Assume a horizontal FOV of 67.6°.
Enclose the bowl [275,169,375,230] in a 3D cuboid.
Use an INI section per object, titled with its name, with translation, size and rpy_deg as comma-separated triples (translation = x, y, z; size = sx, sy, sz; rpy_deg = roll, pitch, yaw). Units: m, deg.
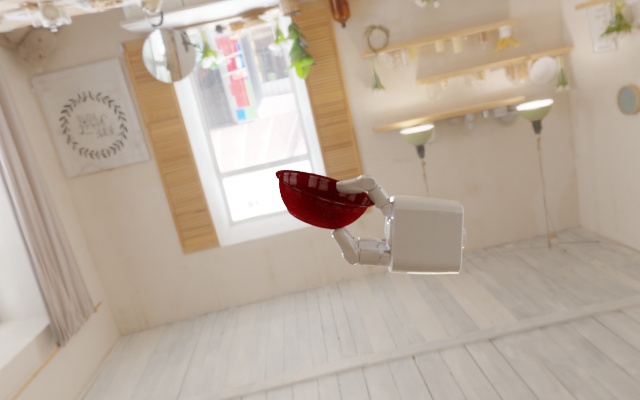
[bowl]
translation = -0.001, 0.002, 0.744
size = 0.162, 0.055, 0.162
rpy_deg = 16, 14, -4
